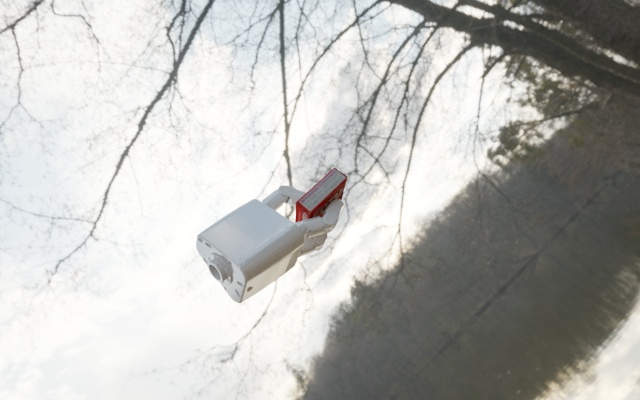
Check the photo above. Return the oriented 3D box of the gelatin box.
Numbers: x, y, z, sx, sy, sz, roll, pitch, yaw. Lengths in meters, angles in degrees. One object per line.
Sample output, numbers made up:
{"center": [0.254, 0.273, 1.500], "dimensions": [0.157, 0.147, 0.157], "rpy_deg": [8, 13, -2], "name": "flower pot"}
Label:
{"center": [0.000, 0.002, 0.729], "dimensions": [0.030, 0.089, 0.073], "rpy_deg": [39, -26, 16], "name": "gelatin box"}
